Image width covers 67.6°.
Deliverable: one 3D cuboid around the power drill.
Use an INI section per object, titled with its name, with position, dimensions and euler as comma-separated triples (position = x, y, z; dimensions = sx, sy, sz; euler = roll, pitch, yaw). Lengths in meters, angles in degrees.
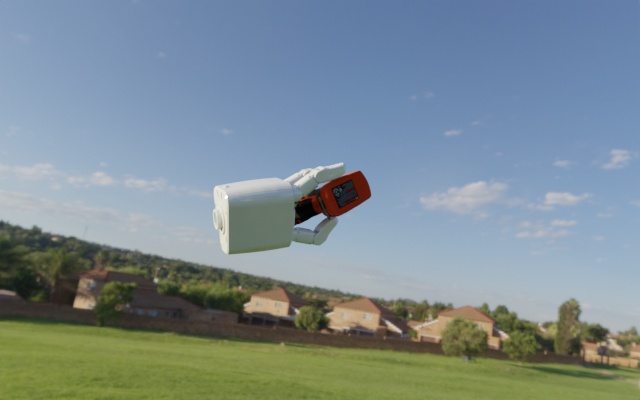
[power drill]
position = 0.000, 0.003, 0.856
dimensions = 0.184, 0.057, 0.188
euler = -29, 4, -41
